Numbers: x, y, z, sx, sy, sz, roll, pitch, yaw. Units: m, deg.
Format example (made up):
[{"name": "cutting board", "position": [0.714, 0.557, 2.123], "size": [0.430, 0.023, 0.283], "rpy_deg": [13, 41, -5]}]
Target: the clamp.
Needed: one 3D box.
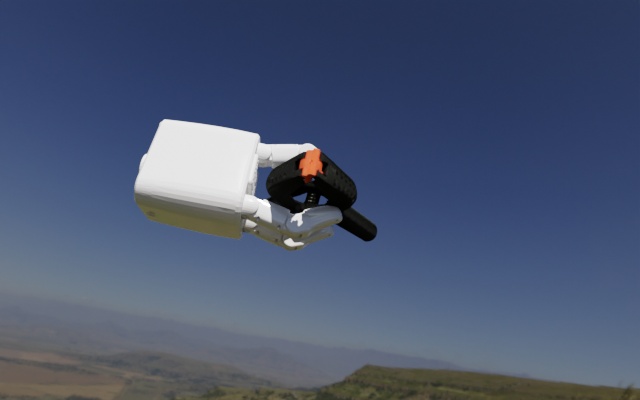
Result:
[{"name": "clamp", "position": [0.000, 0.001, 0.528], "size": [0.164, 0.036, 0.210], "rpy_deg": [10, -19, -4]}]
